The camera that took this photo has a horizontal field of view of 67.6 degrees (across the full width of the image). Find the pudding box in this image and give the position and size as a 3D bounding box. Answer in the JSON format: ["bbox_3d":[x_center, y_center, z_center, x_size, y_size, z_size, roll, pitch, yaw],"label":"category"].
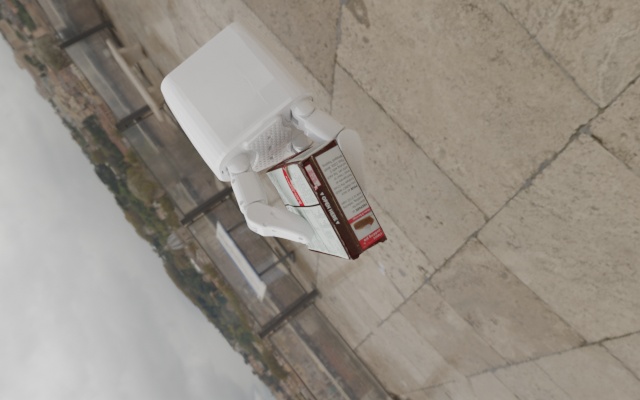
[{"bbox_3d":[0.000,0.001,0.410,0.039,0.090,0.113,-32,9,-15],"label":"pudding box"}]
